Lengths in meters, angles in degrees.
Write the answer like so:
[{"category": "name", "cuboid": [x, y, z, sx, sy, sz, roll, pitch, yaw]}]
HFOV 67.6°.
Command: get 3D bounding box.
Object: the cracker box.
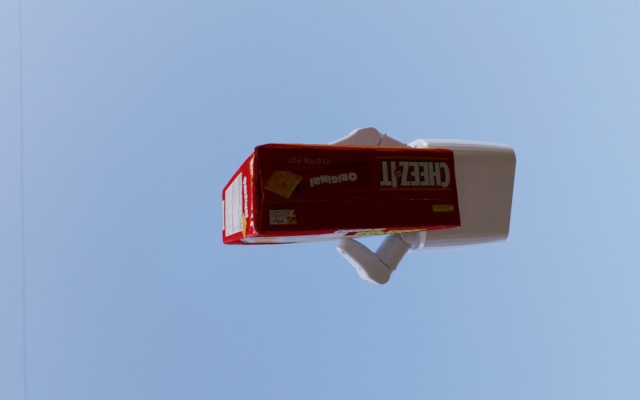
[{"category": "cracker box", "cuboid": [0.000, 0.002, 0.450, 0.164, 0.072, 0.214, -1, -7, -18]}]
